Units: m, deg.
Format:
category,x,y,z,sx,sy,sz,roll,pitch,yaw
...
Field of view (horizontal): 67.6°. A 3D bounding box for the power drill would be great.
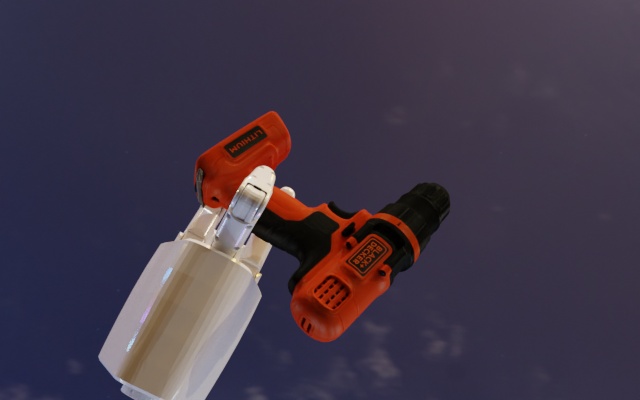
category,x,y,z,sx,sy,sz,roll,pitch,yaw
power drill,0.000,0.001,0.414,0.187,0.057,0.184,38,55,20
